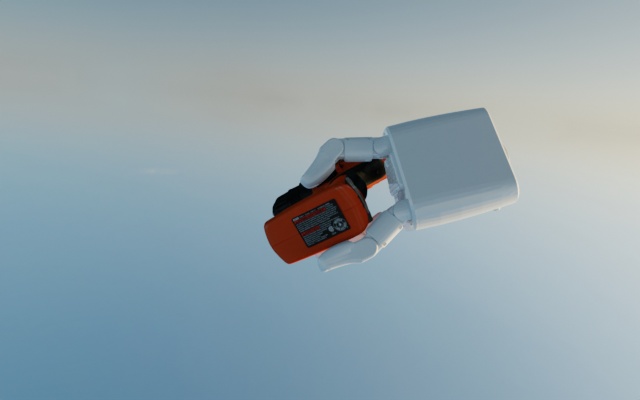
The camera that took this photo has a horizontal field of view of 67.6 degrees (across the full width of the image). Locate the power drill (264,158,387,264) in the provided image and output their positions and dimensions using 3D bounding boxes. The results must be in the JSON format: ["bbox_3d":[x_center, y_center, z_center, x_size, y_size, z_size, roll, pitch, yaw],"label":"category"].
[{"bbox_3d":[0.000,0.002,0.555,0.184,0.057,0.187,-28,12,21],"label":"power drill"}]
